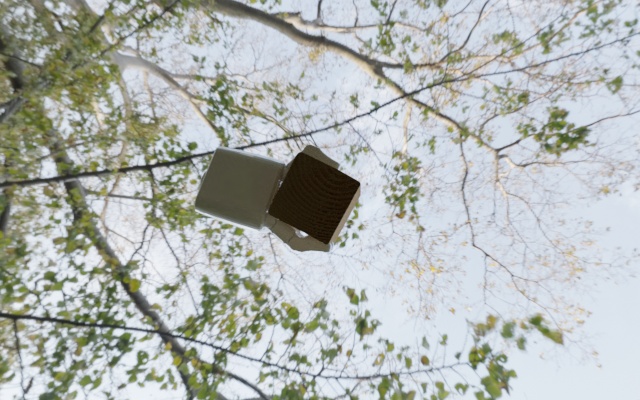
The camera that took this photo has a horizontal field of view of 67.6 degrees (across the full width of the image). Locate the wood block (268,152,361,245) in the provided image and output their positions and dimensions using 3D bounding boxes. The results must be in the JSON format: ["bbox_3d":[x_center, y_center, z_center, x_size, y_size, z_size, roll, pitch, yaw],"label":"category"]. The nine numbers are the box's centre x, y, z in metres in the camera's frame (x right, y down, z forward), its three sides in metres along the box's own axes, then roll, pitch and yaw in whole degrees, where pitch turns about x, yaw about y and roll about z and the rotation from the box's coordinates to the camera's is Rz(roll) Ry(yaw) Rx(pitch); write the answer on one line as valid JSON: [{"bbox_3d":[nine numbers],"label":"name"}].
[{"bbox_3d":[0.000,0.002,0.692,0.090,0.091,0.206,27,0,5],"label":"wood block"}]
